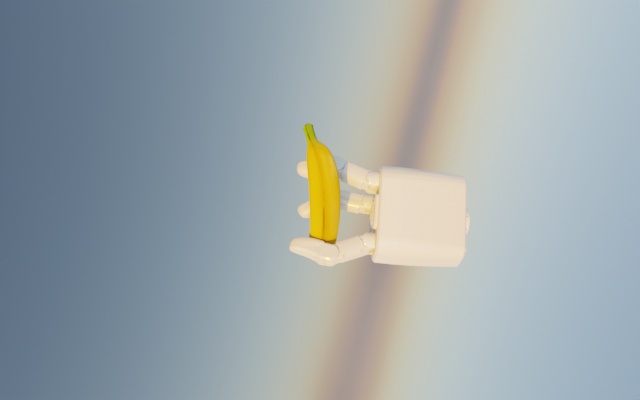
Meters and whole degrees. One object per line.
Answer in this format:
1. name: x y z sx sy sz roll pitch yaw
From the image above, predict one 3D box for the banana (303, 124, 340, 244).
1. banana: 0.003 0.010 0.577 0.037 0.198 0.069 -5 35 -6
